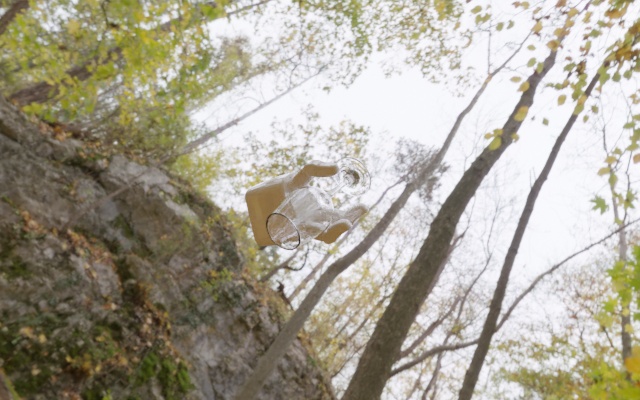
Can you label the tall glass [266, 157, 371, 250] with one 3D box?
[{"bbox_3d":[0.001,0.002,0.756,0.079,0.079,0.201,0,26,37],"label":"tall glass"}]
